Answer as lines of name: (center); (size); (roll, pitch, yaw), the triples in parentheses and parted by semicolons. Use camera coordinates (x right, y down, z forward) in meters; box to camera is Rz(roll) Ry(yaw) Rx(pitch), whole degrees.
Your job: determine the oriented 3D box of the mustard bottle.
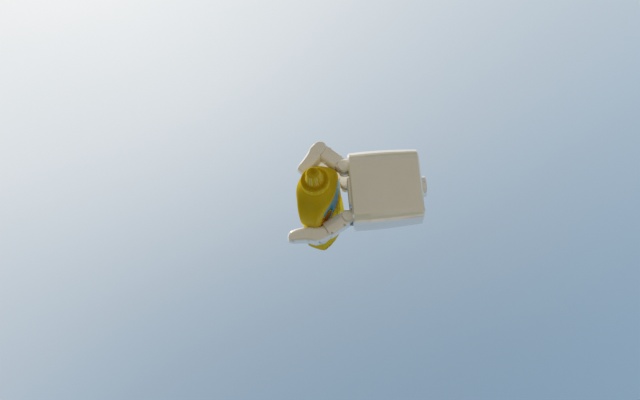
mustard bottle: (0.000, 0.002, 0.736); (0.058, 0.096, 0.192); (18, -22, 14)
